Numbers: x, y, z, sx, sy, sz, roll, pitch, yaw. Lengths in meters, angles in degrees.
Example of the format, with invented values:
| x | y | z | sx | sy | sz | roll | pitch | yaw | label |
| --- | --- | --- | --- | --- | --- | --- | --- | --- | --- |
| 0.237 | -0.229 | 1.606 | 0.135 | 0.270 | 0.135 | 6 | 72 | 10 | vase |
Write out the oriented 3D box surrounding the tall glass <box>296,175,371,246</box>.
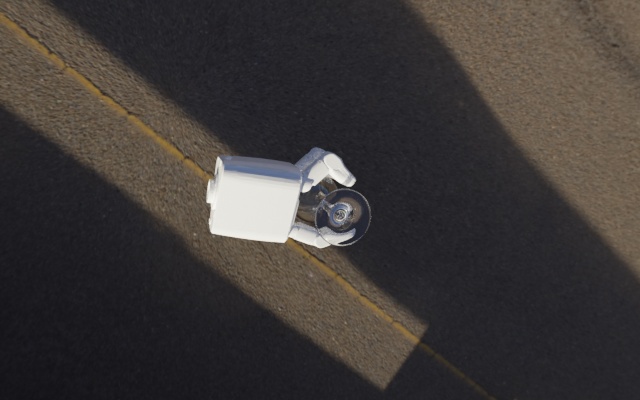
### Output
| x | y | z | sx | sy | sz | roll | pitch | yaw | label |
| --- | --- | --- | --- | --- | --- | --- | --- | --- | --- |
| 0.000 | 0.002 | 0.692 | 0.079 | 0.079 | 0.201 | 0 | 11 | -17 | tall glass |
